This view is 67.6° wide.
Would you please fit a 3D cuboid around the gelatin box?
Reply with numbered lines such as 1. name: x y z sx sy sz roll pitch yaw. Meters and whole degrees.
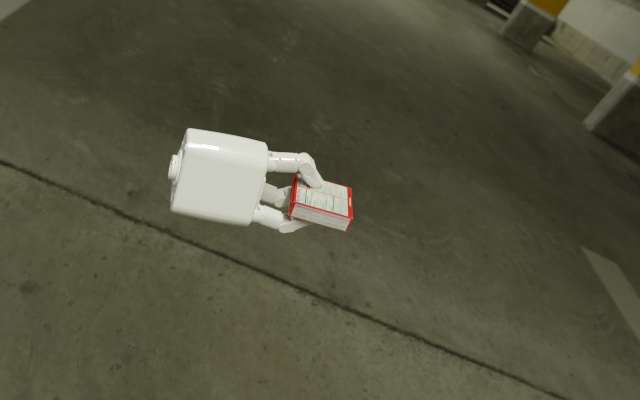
1. gelatin box: 0.001 0.002 0.686 0.089 0.030 0.073 15 35 -10
